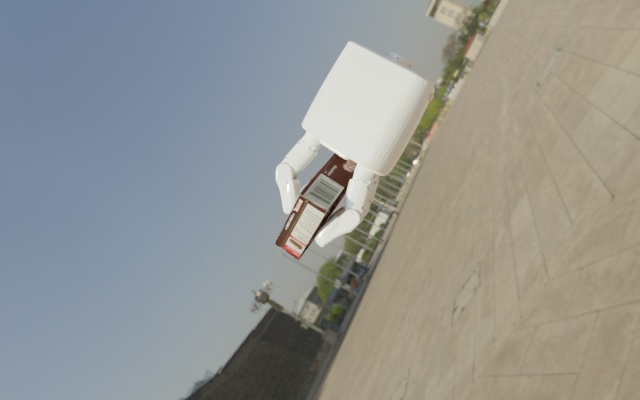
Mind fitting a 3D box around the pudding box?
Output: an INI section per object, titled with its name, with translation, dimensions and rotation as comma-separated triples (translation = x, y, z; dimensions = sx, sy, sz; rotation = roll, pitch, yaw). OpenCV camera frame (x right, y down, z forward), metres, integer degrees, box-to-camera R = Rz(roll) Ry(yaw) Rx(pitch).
[pudding box]
translation = 0.000, 0.002, 0.554
dimensions = 0.039, 0.090, 0.113
rotation = 34, 42, 6
